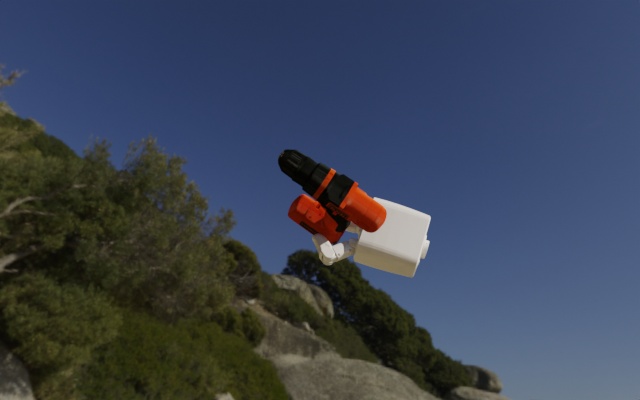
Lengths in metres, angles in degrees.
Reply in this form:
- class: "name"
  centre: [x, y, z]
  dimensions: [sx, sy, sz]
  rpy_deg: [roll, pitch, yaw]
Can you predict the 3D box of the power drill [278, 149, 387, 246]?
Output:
- class: "power drill"
  centre: [0.000, 0.003, 0.774]
  dimensions: [0.184, 0.057, 0.188]
  rpy_deg: [36, -19, -2]
